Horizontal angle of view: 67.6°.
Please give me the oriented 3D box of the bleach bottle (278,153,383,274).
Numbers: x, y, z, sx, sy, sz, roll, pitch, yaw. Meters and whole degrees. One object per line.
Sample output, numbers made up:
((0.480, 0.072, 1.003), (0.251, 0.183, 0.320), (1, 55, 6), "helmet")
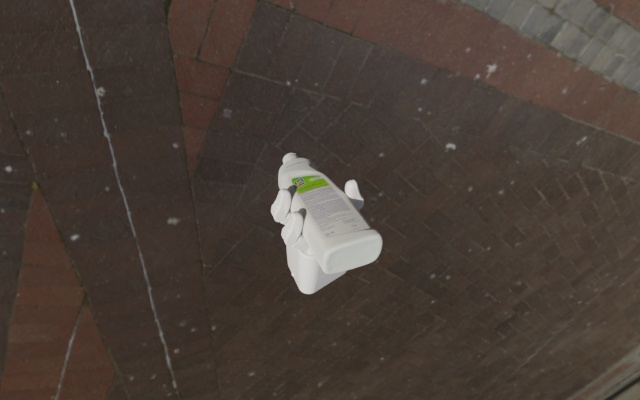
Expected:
((0.000, 0.003, 0.787), (0.102, 0.068, 0.250), (-14, 45, -18), "bleach bottle")
